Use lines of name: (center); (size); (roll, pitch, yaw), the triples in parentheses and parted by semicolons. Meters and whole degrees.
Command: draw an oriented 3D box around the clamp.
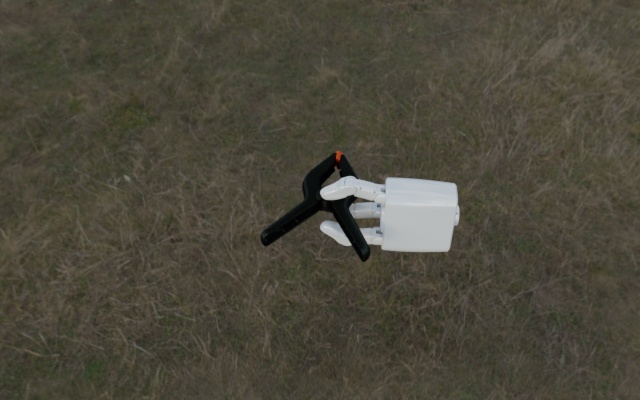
clamp: (0.000, 0.002, 0.756); (0.164, 0.209, 0.036); (4, -40, 5)
